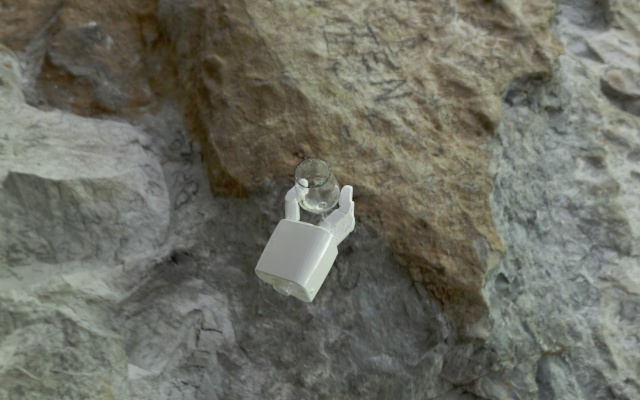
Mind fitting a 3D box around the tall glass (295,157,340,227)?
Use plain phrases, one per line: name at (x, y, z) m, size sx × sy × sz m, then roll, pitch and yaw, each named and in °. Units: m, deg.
tall glass at (0.000, 0.003, 0.877) m, size 0.079 × 0.079 × 0.201 m, roll 0°, pitch -30°, yaw 9°
